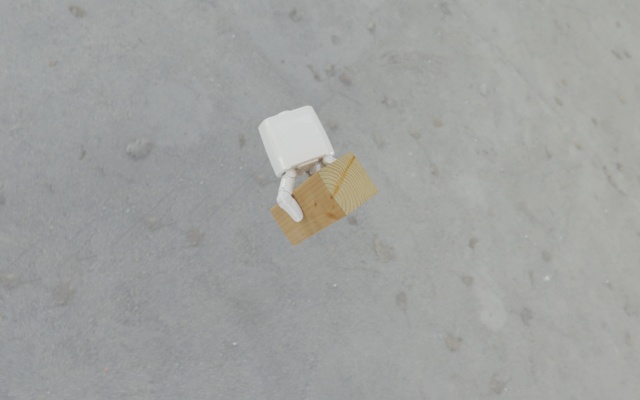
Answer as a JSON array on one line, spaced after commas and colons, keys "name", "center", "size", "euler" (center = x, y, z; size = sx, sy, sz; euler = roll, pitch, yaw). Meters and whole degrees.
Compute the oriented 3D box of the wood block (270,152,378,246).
[{"name": "wood block", "center": [0.000, 0.003, 0.895], "size": [0.090, 0.090, 0.206], "euler": [-33, -1, -35]}]
